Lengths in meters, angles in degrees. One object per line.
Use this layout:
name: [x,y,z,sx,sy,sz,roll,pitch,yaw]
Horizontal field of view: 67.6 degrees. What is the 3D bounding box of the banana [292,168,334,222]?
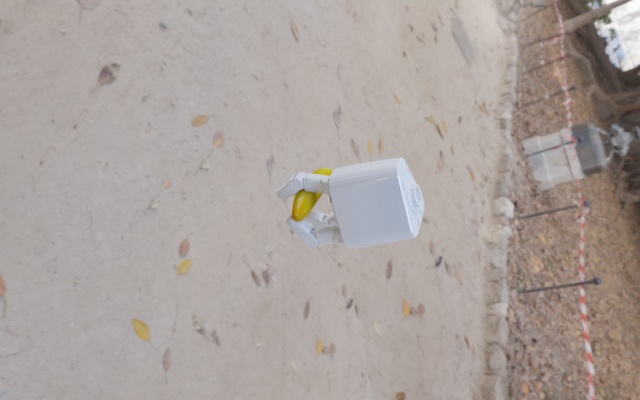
banana: [-0.001,-0.016,0.777,0.037,0.069,0.198,-4,7,21]
